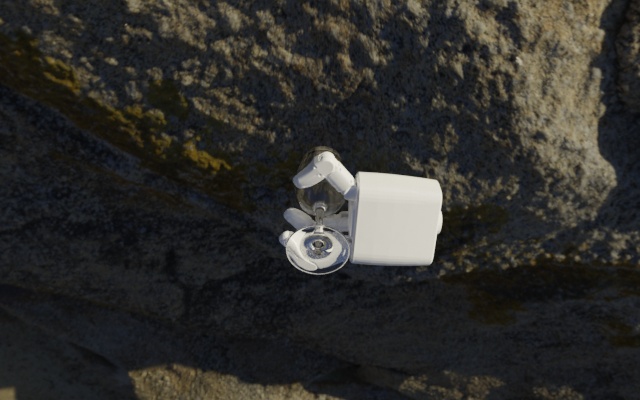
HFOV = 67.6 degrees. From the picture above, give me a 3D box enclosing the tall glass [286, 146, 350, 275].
[{"bbox_3d":[0.000,0.002,0.630,0.079,0.079,0.201,0,34,2],"label":"tall glass"}]
